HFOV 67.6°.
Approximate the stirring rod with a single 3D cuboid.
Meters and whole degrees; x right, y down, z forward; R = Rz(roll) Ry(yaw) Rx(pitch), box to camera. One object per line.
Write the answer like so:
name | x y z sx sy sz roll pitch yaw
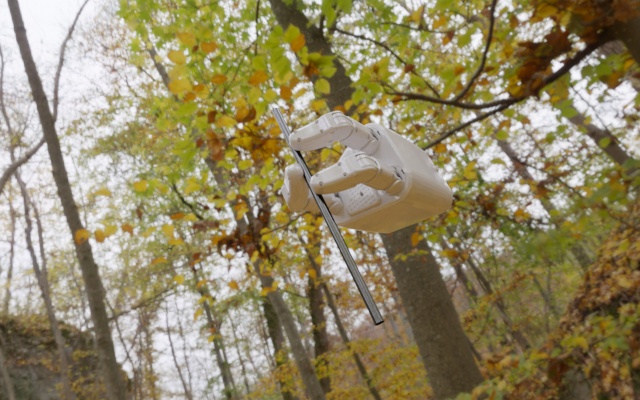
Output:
stirring rod | 0.000 0.002 0.430 0.011 0.239 0.011 -19 -30 -12
